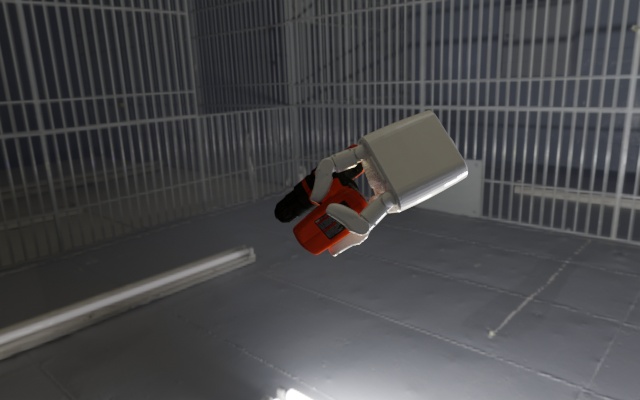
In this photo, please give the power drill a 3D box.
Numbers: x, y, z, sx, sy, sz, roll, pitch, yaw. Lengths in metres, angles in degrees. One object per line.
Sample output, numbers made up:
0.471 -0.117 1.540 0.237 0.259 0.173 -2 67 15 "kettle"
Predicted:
0.000 0.002 0.714 0.184 0.057 0.187 -38 20 14 "power drill"
